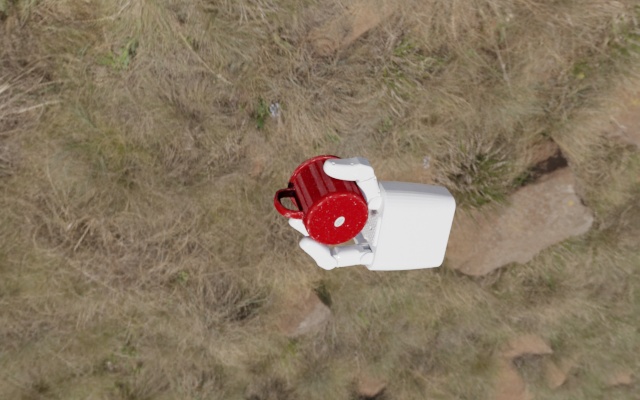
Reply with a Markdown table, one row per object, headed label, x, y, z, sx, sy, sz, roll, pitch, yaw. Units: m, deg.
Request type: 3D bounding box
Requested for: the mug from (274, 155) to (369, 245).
| label | x | y | z | sx | sy | sz | roll | pitch | yaw |
| --- | --- | --- | --- | --- | --- | --- | --- | --- | --- |
| mug | -0.001 | 0.002 | 0.601 | 0.117 | 0.093 | 0.081 | 0 | 35 | -18 |
